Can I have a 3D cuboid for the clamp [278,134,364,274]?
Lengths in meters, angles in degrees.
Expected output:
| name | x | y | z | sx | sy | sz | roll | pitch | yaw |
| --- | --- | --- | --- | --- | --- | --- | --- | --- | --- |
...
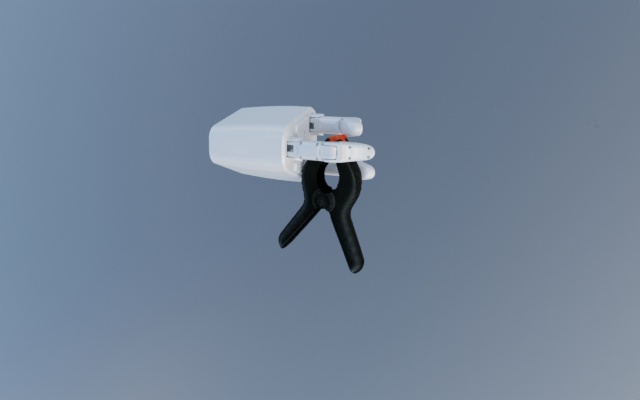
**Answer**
| name | x | y | z | sx | sy | sz | roll | pitch | yaw |
| --- | --- | --- | --- | --- | --- | --- | --- | --- | --- |
| clamp | 0.000 | 0.002 | 0.600 | 0.120 | 0.171 | 0.039 | 6 | 12 | 20 |
